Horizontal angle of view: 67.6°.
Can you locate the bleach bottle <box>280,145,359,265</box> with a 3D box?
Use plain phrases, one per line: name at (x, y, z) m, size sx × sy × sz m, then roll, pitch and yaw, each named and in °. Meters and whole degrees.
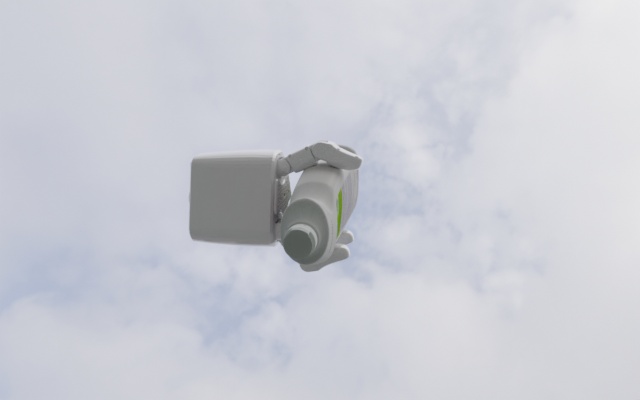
bleach bottle at (0.000, 0.002, 0.554) m, size 0.068 × 0.102 × 0.250 m, roll 0°, pitch 14°, yaw 10°
